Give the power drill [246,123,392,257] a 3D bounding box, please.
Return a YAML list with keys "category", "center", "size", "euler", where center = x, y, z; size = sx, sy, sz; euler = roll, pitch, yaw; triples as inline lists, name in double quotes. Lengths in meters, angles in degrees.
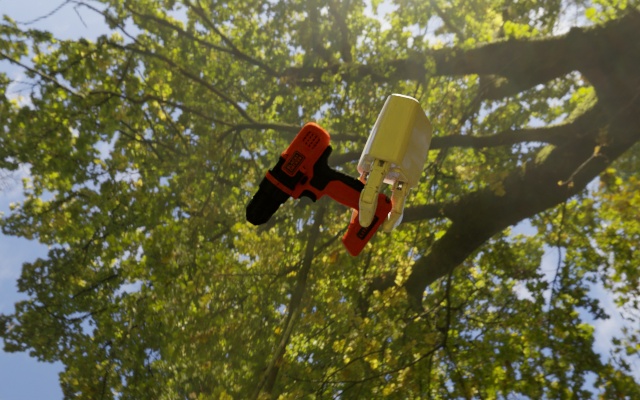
- category: "power drill"
  center: [0.001, 0.002, 0.735]
  size: [0.187, 0.184, 0.057]
  euler: [37, 8, -3]
